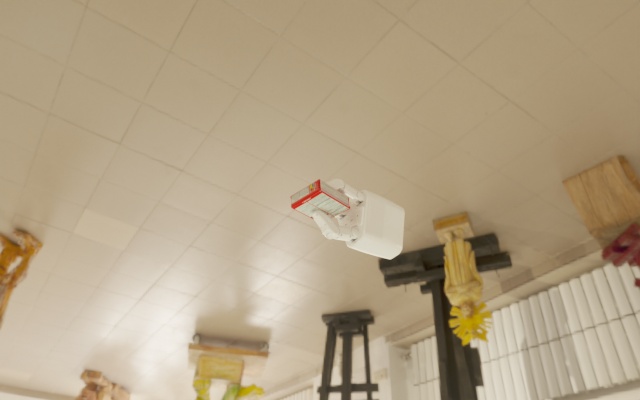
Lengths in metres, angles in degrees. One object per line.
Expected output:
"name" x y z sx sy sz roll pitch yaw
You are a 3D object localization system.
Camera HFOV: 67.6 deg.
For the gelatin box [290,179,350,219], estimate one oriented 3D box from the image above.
"gelatin box" 0.000 0.003 0.889 0.073 0.030 0.089 -30 -40 31
